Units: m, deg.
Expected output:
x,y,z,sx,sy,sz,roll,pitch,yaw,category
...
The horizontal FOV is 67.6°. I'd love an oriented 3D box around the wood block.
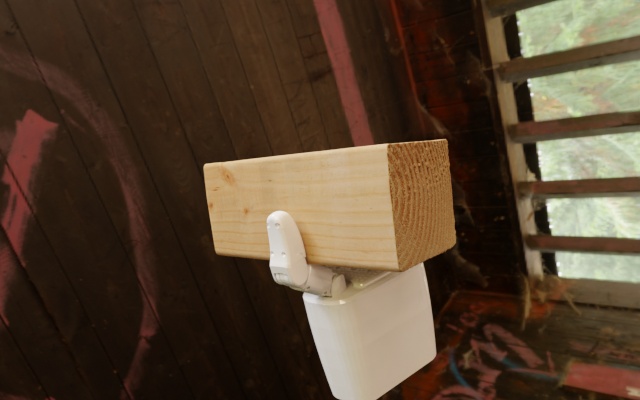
x,y,z,sx,sy,sz,roll,pitch,yaw,category
0.000,0.002,0.418,0.206,0.090,0.091,-2,8,41,wood block
